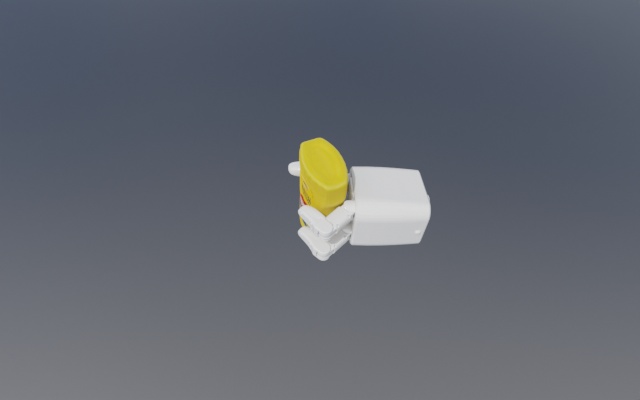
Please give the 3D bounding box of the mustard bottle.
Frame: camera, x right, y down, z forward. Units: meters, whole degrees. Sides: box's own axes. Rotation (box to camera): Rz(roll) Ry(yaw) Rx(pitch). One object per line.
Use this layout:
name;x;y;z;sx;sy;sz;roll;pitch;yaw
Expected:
mustard bottle;0.000;0.002;0.723;0.058;0.096;0.192;-19;-32;-16
